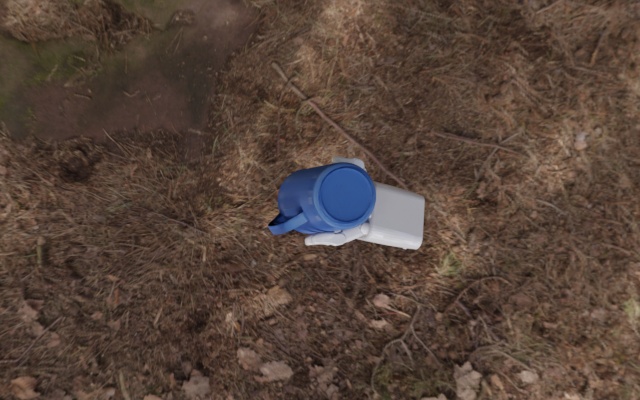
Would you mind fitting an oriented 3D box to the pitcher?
[{"bbox_3d":[0.000,0.003,0.865,0.145,0.149,0.243,14,-6,-15],"label":"pitcher"}]
